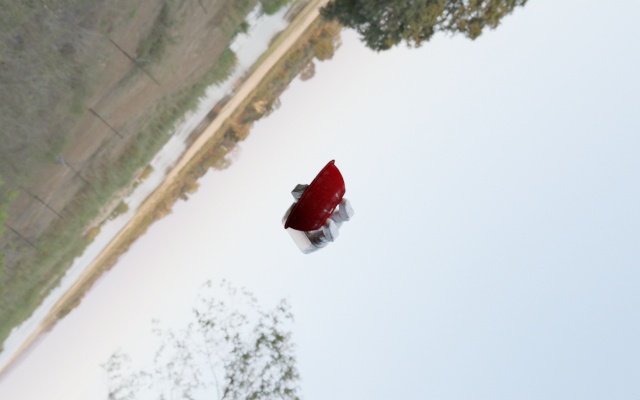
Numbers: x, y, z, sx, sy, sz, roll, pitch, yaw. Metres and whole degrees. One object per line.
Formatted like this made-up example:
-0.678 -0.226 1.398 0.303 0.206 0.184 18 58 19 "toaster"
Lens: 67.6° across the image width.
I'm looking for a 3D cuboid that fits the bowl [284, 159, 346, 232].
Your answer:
0.001 0.003 0.894 0.055 0.162 0.162 36 4 6 "bowl"
